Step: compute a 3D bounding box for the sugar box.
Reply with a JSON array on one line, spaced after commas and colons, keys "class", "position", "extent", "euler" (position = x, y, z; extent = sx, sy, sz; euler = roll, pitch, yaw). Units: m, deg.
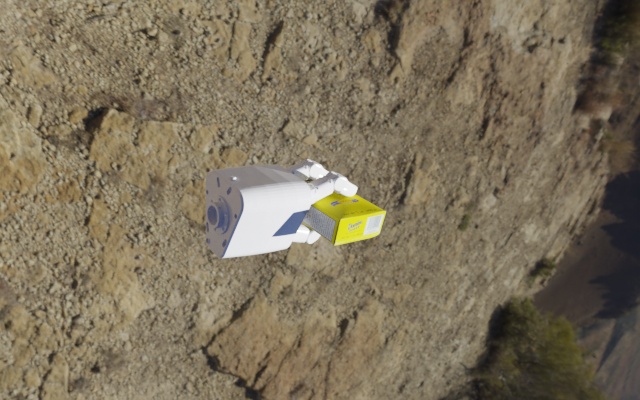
[{"class": "sugar box", "position": [0.000, 0.002, 0.704], "extent": [0.093, 0.048, 0.176], "euler": [-8, 31, -42]}]
